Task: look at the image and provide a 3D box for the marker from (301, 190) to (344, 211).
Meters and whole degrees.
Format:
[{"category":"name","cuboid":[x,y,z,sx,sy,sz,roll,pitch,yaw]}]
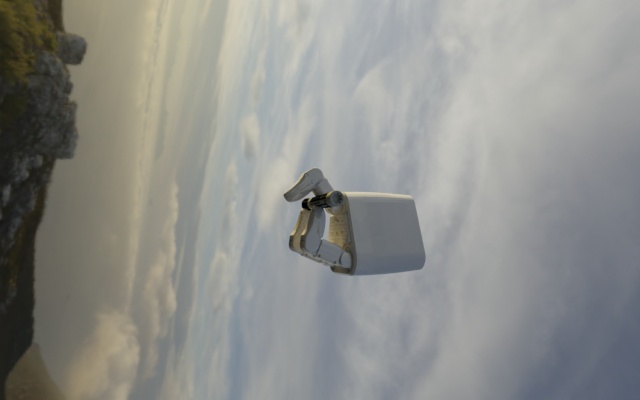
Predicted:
[{"category":"marker","cuboid":[0.000,0.002,0.613,0.020,0.020,0.121,0,-5,-19]}]
